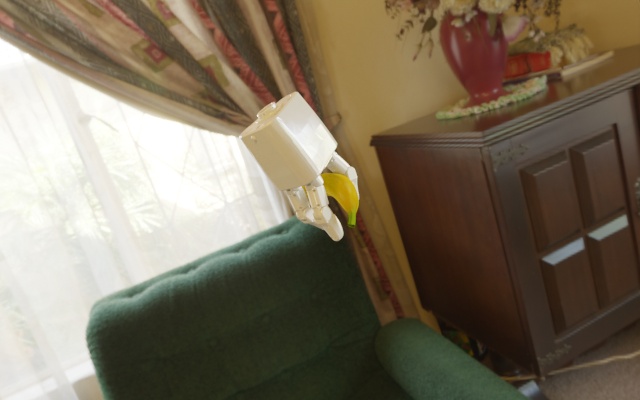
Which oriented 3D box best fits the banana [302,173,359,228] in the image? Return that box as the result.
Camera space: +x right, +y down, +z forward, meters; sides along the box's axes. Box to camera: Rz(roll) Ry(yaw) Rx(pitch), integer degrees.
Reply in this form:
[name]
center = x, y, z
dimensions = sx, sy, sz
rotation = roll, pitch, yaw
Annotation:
[banana]
center = 0.011, -0.013, 0.775
dimensions = 0.037, 0.069, 0.197
rotation = 31, -4, -27
